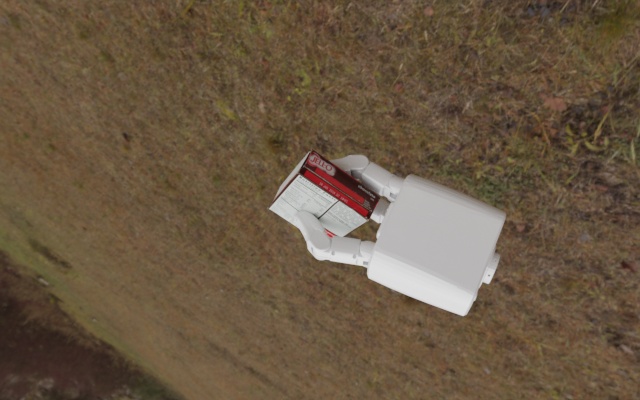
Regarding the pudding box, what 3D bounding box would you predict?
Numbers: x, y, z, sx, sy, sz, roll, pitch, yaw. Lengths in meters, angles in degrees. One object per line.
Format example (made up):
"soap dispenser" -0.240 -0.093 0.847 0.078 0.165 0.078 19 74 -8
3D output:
"pudding box" 0.000 0.002 0.530 0.090 0.039 0.113 35 -31 -8
